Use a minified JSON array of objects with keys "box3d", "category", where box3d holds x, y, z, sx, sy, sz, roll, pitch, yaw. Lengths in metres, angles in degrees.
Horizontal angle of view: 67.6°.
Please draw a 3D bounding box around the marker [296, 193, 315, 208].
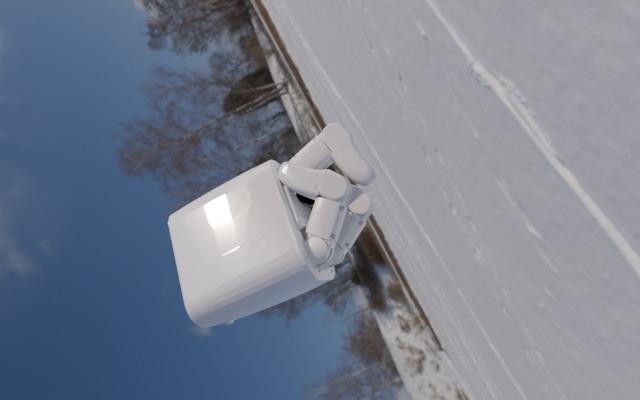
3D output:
[{"box3d":[0.000,0.001,0.452,0.020,0.020,0.121,0,-9,13],"category":"marker"}]
